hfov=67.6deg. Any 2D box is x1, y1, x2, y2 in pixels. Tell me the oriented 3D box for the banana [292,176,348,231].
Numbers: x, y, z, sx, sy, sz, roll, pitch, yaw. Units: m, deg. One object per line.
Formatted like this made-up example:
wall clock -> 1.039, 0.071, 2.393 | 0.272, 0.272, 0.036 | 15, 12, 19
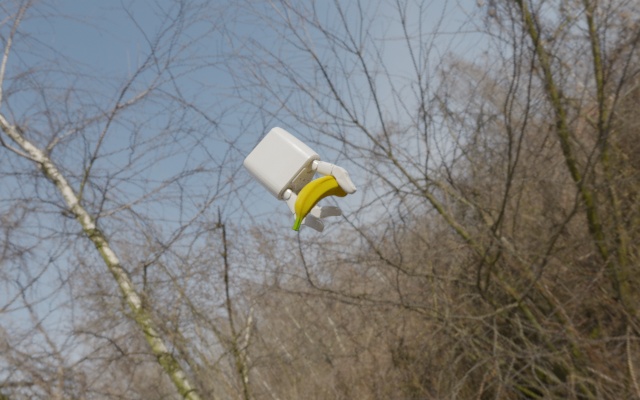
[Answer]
banana -> 0.003, -0.012, 0.884 | 0.037, 0.070, 0.197 | 28, 32, 21
